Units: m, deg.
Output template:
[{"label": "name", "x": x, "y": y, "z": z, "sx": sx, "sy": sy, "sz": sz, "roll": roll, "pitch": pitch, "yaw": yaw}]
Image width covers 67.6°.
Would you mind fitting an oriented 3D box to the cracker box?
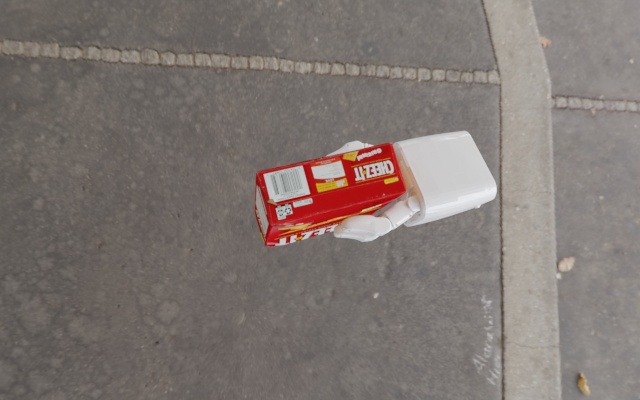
[{"label": "cracker box", "x": 0.000, "y": 0.002, "z": 0.633, "sx": 0.164, "sy": 0.072, "sz": 0.214, "roll": -14, "pitch": -10, "yaw": -11}]
